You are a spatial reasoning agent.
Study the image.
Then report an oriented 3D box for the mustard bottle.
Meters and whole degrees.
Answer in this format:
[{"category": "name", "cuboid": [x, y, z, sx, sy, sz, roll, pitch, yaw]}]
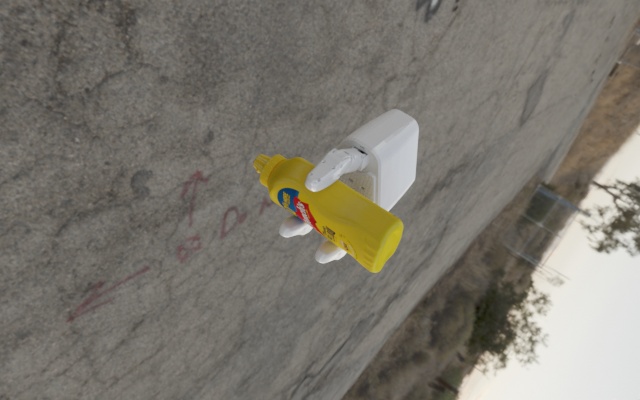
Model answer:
[{"category": "mustard bottle", "cuboid": [0.000, 0.002, 0.543, 0.191, 0.058, 0.096, 34, -18, 19]}]
